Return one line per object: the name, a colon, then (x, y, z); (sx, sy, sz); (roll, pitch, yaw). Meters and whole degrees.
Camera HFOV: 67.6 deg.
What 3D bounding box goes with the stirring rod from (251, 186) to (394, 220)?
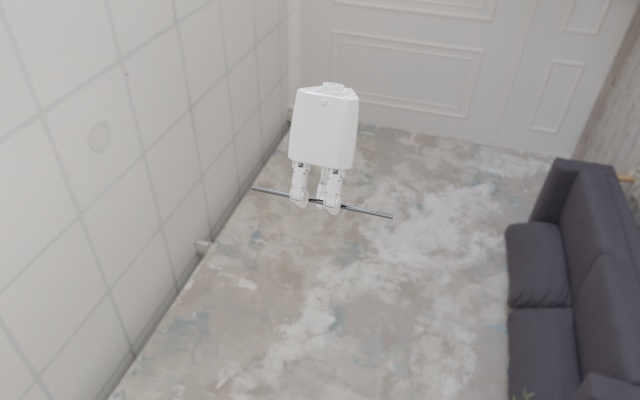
stirring rod: (0.000, 0.003, 0.784); (0.239, 0.011, 0.011); (12, 2, 11)
